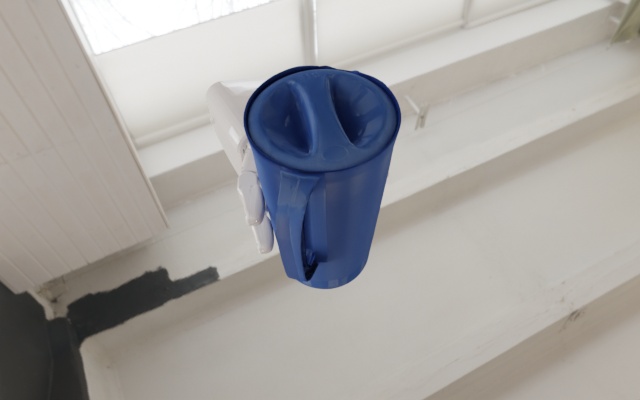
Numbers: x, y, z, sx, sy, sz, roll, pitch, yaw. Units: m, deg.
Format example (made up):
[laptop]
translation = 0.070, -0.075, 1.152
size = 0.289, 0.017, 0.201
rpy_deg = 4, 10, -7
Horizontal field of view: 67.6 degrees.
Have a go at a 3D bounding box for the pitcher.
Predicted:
[pitcher]
translation = 0.000, 0.001, 0.489
size = 0.149, 0.145, 0.243
rpy_deg = -27, -33, -17
